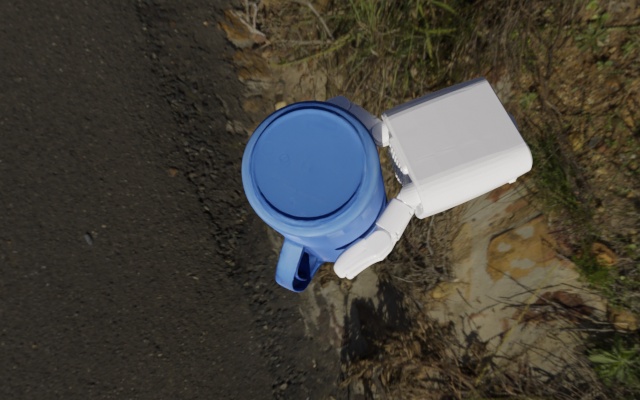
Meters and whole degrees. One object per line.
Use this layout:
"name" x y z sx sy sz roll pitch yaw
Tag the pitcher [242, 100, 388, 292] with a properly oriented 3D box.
"pitcher" 0.000 0.001 0.474 0.145 0.149 0.243 -21 -10 3
